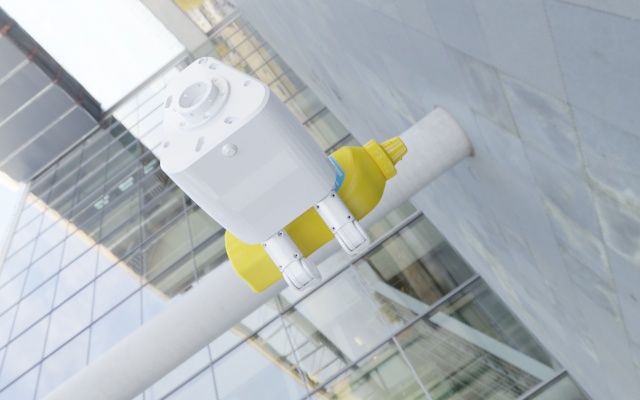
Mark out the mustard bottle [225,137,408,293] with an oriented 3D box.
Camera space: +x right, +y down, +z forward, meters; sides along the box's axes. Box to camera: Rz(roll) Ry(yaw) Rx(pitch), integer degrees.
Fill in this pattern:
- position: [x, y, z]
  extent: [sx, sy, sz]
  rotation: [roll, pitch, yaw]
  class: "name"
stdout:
- position: [0.000, 0.002, 0.457]
  extent: [0.191, 0.058, 0.096]
  rotation: [-36, 25, 4]
  class: "mustard bottle"
